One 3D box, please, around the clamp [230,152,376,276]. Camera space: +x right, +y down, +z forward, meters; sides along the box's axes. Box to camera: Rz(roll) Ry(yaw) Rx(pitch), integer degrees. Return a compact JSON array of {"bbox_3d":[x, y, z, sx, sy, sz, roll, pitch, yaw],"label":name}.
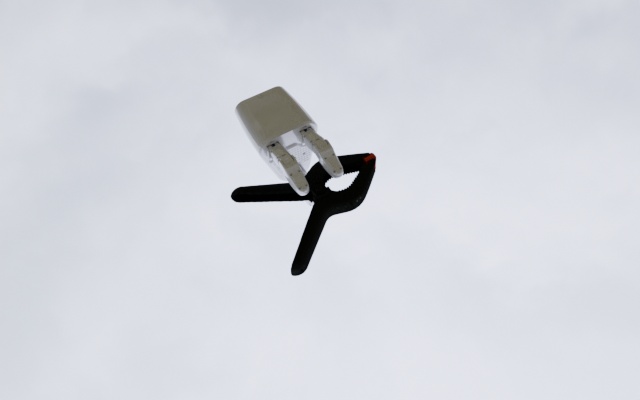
[{"bbox_3d":[0.001,0.002,0.668,0.210,0.164,0.036,-27,-31,-14],"label":"clamp"}]
